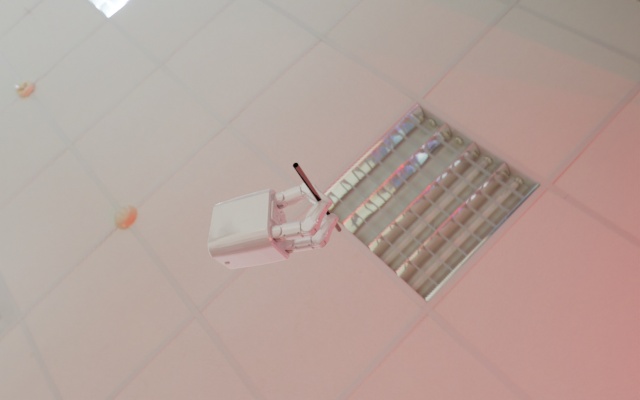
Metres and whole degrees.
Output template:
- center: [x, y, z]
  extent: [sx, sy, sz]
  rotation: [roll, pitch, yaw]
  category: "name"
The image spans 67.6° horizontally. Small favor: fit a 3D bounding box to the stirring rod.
- center: [0.000, 0.002, 0.738]
  extent: [0.011, 0.011, 0.240]
  rotation: [0, -24, 18]
  category: "stirring rod"
